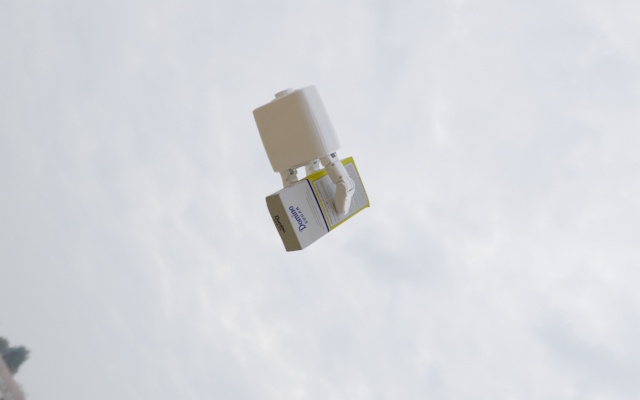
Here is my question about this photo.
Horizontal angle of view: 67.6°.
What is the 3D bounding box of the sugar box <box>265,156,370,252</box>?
[{"bbox_3d":[0.000,0.002,0.758,0.176,0.093,0.048,-28,10,-39],"label":"sugar box"}]
